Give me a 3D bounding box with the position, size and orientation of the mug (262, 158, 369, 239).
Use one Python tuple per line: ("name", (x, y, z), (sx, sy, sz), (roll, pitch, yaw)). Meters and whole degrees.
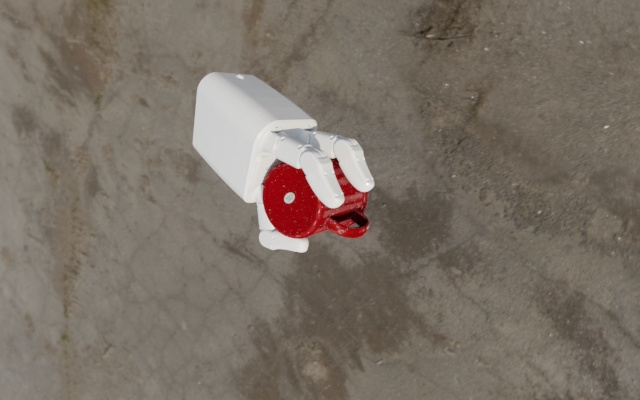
("mug", (0.001, 0.003, 0.512), (0.117, 0.093, 0.081), (41, 31, 23))
